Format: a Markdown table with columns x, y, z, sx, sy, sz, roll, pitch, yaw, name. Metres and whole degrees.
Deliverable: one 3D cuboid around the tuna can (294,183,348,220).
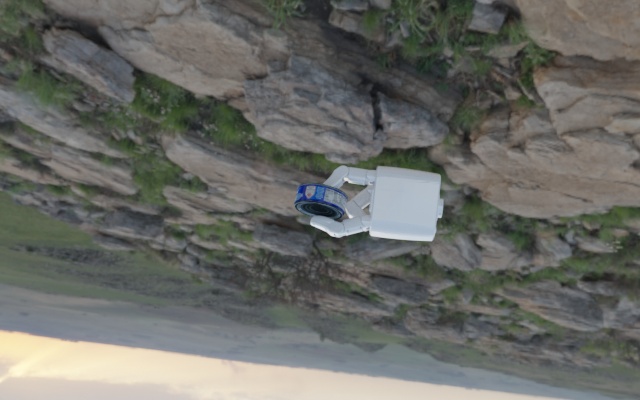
| x | y | z | sx | sy | sz | roll | pitch | yaw | name |
| --- | --- | --- | --- | --- | --- | --- | --- | --- | --- |
| 0.000 | 0.003 | 0.792 | 0.086 | 0.033 | 0.086 | 11 | -19 | 4 | tuna can |
